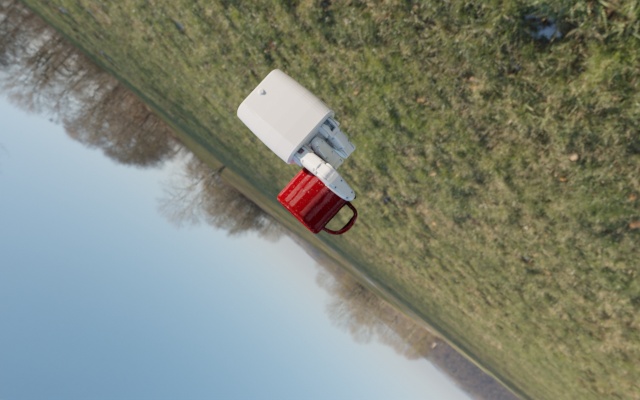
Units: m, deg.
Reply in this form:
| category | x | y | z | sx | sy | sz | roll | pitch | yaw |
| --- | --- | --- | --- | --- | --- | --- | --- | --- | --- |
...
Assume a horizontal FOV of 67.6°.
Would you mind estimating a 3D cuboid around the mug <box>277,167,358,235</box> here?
| category | x | y | z | sx | sy | sz | roll | pitch | yaw |
| --- | --- | --- | --- | --- | --- | --- | --- | --- | --- |
| mug | 0.001 | 0.003 | 0.699 | 0.117 | 0.081 | 0.093 | 42 | -5 | 9 |
